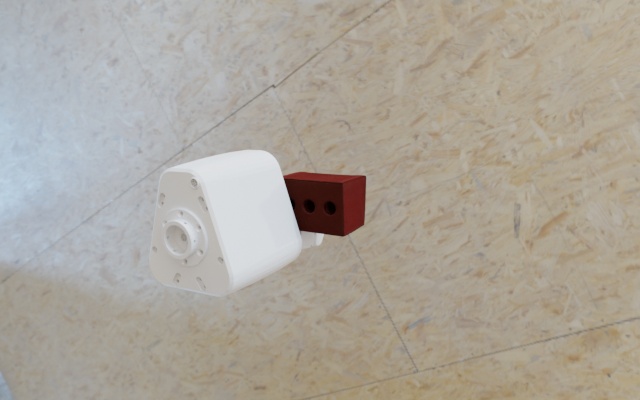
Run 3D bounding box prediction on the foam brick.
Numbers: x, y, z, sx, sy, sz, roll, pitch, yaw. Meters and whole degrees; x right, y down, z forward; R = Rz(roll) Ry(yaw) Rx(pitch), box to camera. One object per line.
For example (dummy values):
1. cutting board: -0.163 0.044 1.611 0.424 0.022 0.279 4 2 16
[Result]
1. foam brick: 0.000 0.001 0.474 0.078 0.053 0.051 5 12 27
